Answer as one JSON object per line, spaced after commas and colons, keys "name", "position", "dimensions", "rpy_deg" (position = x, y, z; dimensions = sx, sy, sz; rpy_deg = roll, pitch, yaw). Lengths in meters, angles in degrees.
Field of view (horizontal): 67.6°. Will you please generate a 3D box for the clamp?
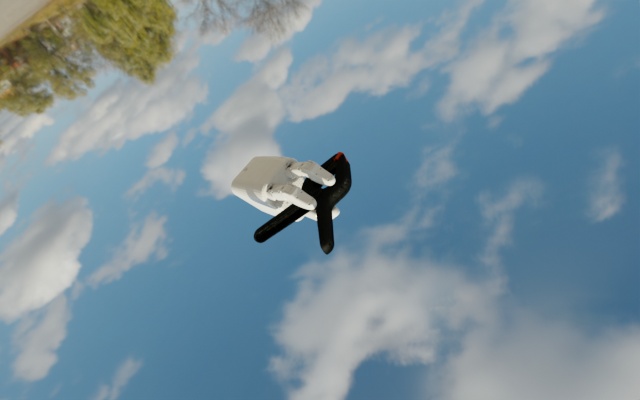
{"name": "clamp", "position": [0.001, 0.003, 0.796], "dimensions": [0.164, 0.210, 0.036], "rpy_deg": [13, -33, 44]}
